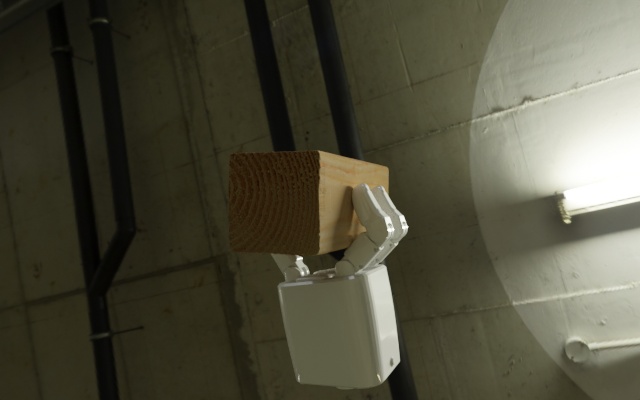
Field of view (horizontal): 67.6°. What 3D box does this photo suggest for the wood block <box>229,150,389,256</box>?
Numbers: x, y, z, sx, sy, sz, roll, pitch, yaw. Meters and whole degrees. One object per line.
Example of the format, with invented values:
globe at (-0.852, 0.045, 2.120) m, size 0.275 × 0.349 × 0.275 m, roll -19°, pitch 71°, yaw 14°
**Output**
wood block at (0.000, 0.002, 0.501) m, size 0.091 × 0.090 × 0.206 m, roll 0°, pitch 0°, yaw 23°
